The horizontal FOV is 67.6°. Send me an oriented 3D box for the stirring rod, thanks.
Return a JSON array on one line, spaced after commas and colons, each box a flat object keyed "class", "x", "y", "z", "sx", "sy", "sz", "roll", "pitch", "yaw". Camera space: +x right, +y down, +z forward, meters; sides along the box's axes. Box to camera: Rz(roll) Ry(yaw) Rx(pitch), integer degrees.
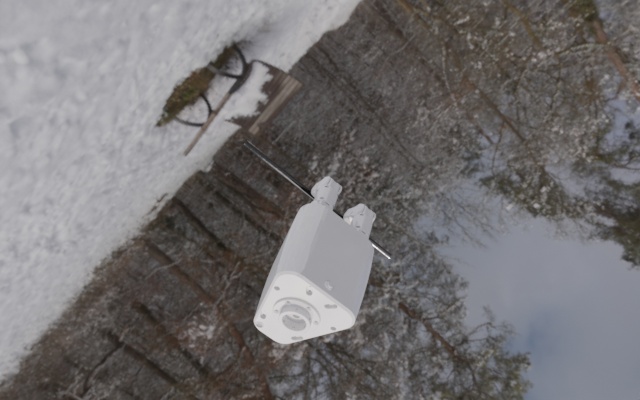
[{"class": "stirring rod", "x": 0.000, "y": 0.002, "z": 0.610, "sx": 0.239, "sy": 0.011, "sz": 0.011, "roll": 38, "pitch": -10, "yaw": -13}]
